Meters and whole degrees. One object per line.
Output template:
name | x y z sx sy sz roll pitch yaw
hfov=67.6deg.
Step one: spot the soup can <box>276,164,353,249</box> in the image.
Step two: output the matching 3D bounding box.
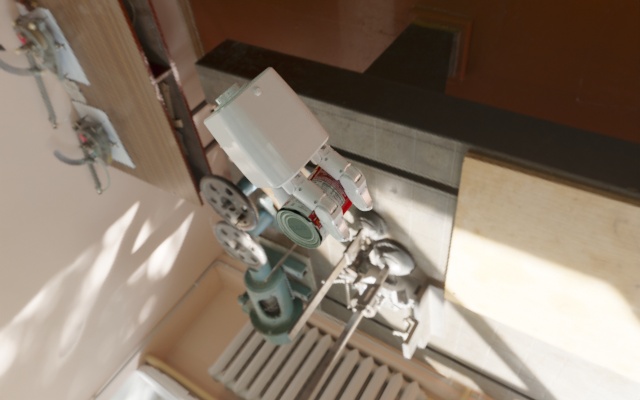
soup can | 0.000 0.003 0.598 0.068 0.068 0.102 0 41 46
